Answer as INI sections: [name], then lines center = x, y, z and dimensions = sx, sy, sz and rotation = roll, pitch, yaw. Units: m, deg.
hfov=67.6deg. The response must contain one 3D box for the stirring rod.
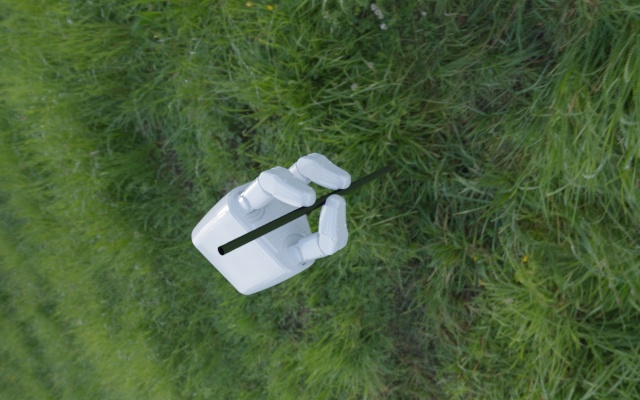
[stirring rod]
center = 0.000, 0.002, 0.451
dimensions = 0.011, 0.011, 0.239
rotation = 0, 18, 42
